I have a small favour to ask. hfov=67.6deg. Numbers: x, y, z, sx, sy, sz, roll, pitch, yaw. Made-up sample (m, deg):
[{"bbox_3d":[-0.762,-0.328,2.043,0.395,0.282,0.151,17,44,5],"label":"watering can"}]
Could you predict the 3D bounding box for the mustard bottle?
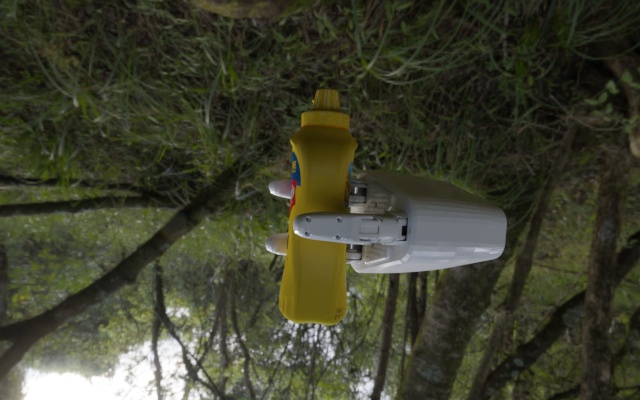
[{"bbox_3d":[0.000,0.002,0.409,0.058,0.191,0.096,4,1,0],"label":"mustard bottle"}]
